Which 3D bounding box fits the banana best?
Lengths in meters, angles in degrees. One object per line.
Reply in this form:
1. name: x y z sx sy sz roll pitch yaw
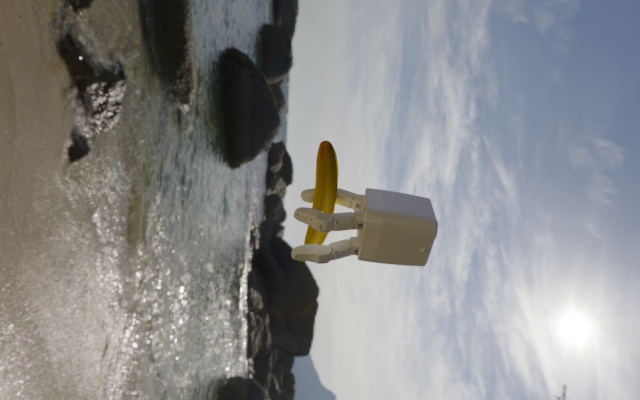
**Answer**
1. banana: 0.003 0.000 0.731 0.037 0.198 0.069 13 21 8
